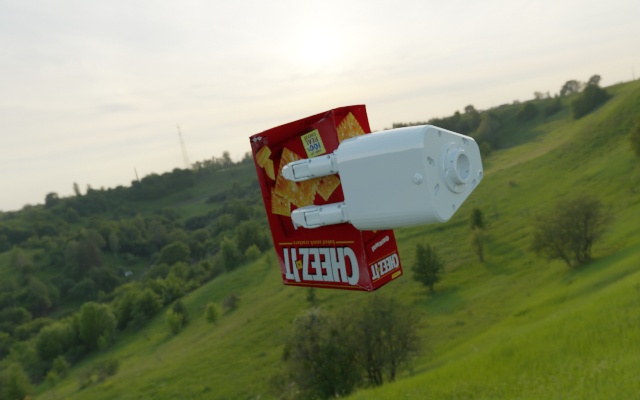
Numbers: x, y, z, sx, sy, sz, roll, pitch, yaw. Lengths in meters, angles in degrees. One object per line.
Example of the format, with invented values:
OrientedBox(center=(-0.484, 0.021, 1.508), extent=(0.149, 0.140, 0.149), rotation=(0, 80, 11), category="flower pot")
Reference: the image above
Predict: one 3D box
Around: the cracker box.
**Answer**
OrientedBox(center=(0.000, 0.002, 0.606), extent=(0.072, 0.214, 0.164), rotation=(-18, 8, -43), category="cracker box")
